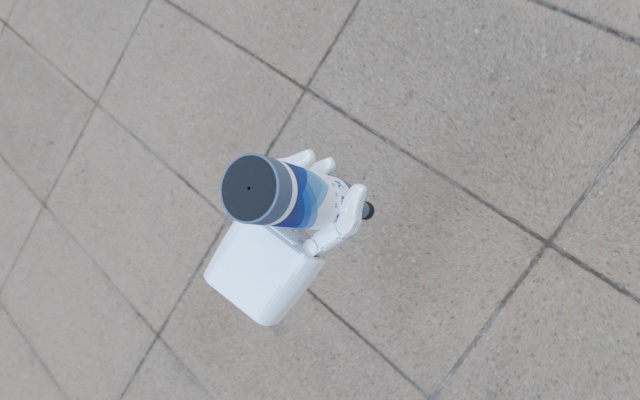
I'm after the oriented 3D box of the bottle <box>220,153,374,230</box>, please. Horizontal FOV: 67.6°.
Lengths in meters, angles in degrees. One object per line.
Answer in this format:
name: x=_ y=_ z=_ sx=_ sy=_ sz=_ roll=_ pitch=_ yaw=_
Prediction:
bottle: x=0.000 y=0.002 z=0.570 sx=0.069 sy=0.069 sz=0.296 roll=0 pitch=-5 yaw=27
